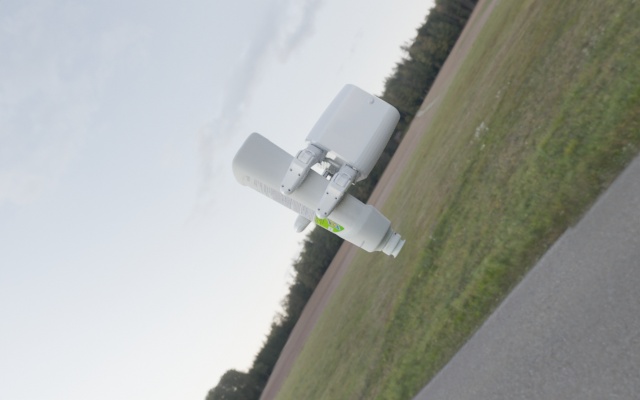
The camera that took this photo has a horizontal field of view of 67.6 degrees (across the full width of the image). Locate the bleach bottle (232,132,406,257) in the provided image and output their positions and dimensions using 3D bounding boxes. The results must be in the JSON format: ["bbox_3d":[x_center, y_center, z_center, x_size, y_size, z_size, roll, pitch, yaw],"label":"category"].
[{"bbox_3d":[0.000,0.002,0.661,0.251,0.068,0.102,31,-12,6],"label":"bleach bottle"}]
